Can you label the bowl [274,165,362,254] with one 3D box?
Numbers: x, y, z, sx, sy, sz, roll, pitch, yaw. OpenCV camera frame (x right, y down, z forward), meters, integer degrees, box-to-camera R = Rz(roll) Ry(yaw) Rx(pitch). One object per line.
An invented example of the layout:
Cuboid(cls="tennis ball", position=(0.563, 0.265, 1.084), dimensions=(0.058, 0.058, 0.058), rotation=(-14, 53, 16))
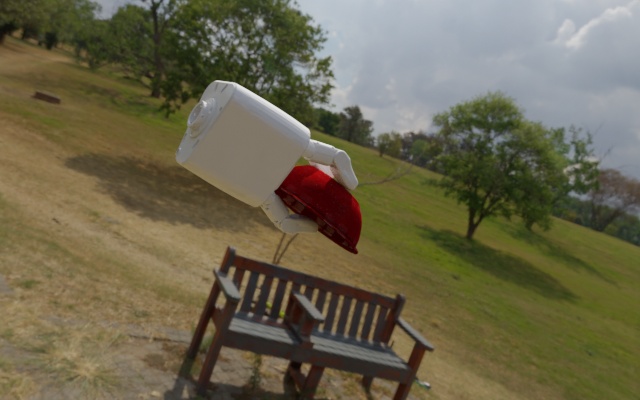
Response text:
Cuboid(cls="bowl", position=(0.001, 0.002, 0.638), dimensions=(0.162, 0.055, 0.162), rotation=(37, -8, 6))
